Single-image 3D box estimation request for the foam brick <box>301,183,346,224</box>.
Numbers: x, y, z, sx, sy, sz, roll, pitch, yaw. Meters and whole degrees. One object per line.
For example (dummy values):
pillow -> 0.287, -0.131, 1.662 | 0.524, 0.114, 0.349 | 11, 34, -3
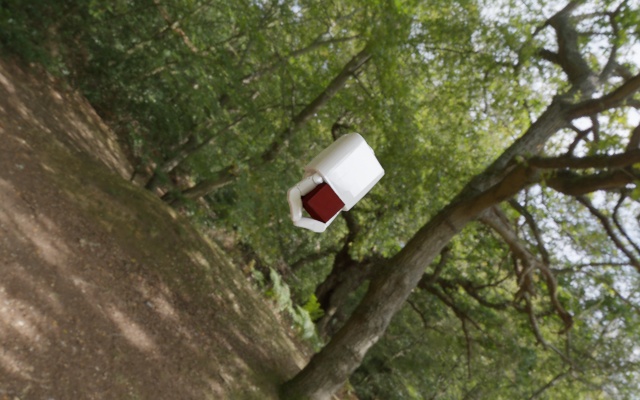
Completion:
foam brick -> 0.000, 0.003, 0.852 | 0.051, 0.053, 0.078 | -42, 14, -9
